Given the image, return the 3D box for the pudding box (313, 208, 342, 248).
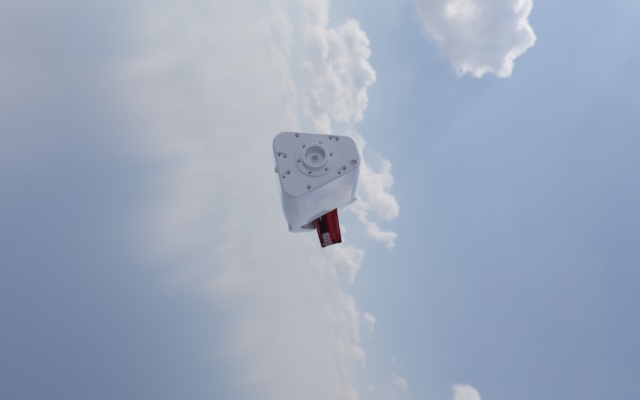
[{"bbox_3d":[0.000,0.002,0.742,0.039,0.090,0.113,-12,43,-4],"label":"pudding box"}]
